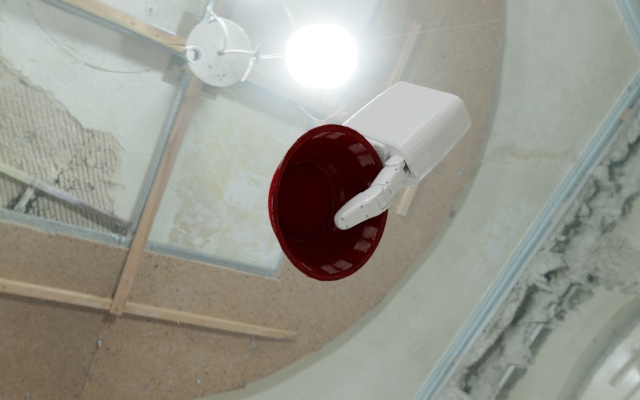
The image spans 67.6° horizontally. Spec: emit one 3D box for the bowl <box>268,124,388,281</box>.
[{"bbox_3d":[-0.001,0.002,0.508,0.162,0.162,0.055,0,2,-42],"label":"bowl"}]
